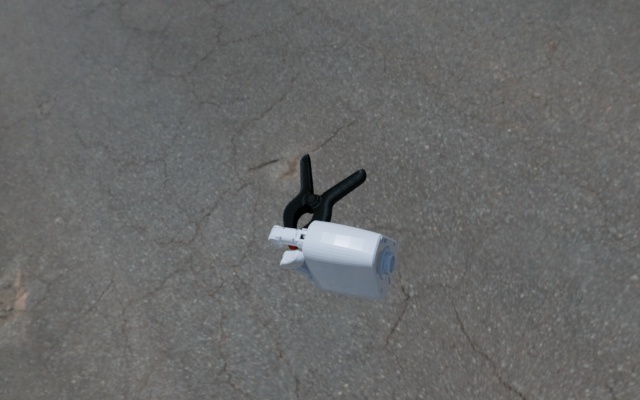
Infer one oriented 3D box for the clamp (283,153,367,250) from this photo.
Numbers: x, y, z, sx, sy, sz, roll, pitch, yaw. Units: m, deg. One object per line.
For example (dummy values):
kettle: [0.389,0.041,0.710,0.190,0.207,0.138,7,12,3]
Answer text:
clamp: [0.000,0.002,0.765,0.120,0.171,0.039,7,-25,27]
